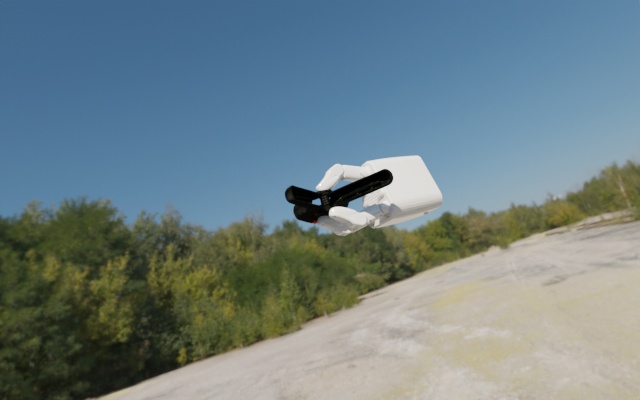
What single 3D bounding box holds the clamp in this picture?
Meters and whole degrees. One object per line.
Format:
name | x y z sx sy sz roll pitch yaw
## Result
clamp | 0.000 0.002 0.763 0.164 0.036 0.210 -8 -13 -23
